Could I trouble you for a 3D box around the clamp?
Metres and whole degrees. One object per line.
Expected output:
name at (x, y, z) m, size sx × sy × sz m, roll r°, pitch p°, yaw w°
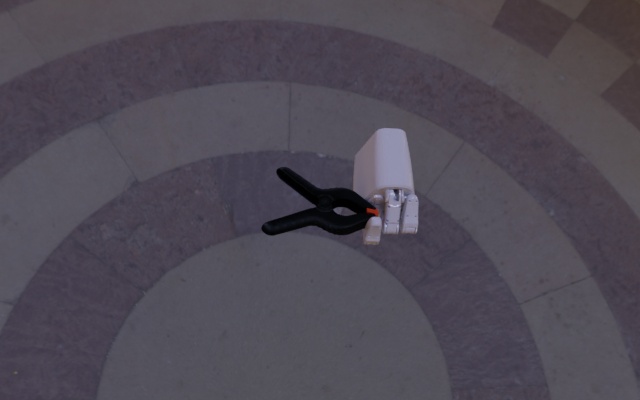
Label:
clamp at (0.000, 0.002, 0.722) m, size 0.171 × 0.120 × 0.039 m, roll 4°, pitch -29°, yaw -6°
